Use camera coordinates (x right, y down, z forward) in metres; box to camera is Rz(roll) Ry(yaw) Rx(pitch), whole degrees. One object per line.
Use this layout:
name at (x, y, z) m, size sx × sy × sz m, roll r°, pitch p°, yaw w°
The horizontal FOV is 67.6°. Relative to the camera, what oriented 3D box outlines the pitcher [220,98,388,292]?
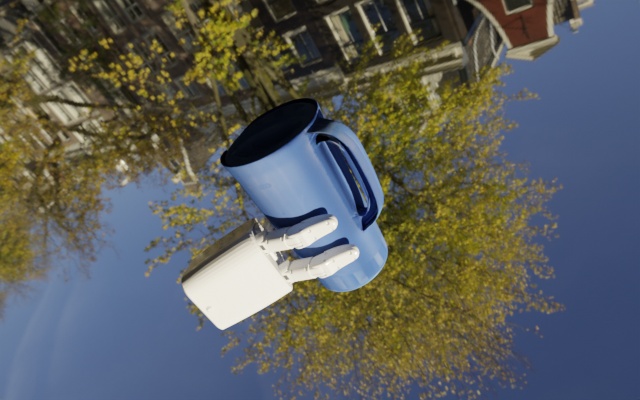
pitcher at (0.000, 0.002, 0.606) m, size 0.145 × 0.243 × 0.149 m, roll -33°, pitch 29°, yaw 1°
